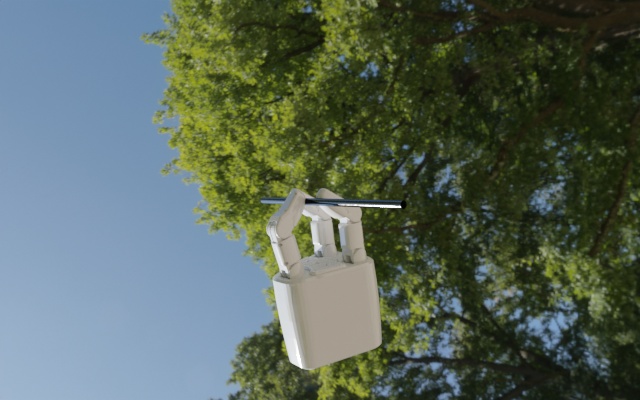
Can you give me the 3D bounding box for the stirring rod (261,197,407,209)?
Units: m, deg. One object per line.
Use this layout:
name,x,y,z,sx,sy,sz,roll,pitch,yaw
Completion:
stirring rod,0.000,0.002,0.517,0.011,0.011,0.239,0,1,-38
